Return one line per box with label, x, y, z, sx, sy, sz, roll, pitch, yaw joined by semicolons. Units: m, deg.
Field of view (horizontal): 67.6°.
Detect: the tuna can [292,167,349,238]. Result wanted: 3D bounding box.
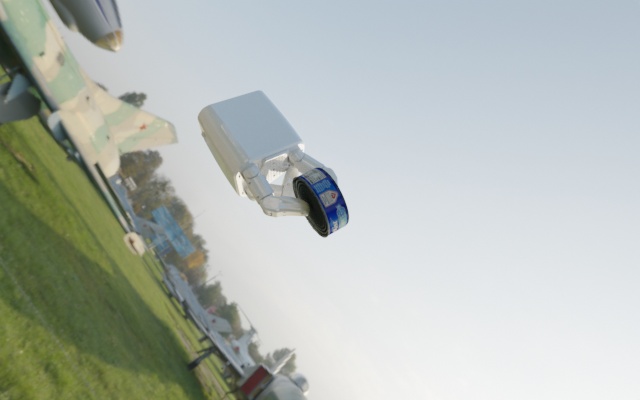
tuna can;0.001;0.002;0.606;0.033;0.086;0.086;-28;9;-17
